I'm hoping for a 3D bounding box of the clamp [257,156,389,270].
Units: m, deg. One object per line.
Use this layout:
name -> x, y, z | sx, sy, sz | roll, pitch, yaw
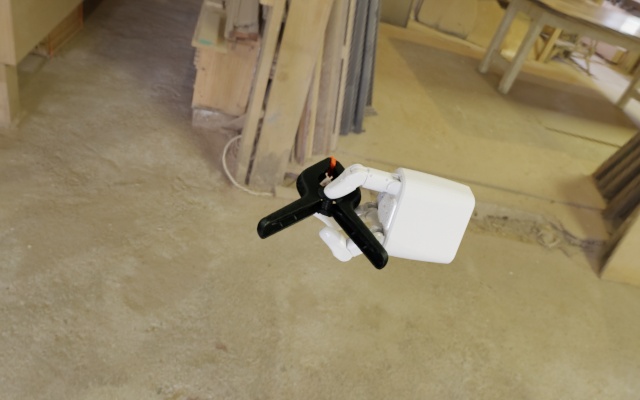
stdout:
clamp -> 0.001, 0.001, 0.646 | 0.164, 0.036, 0.209 | 12, 35, -12
